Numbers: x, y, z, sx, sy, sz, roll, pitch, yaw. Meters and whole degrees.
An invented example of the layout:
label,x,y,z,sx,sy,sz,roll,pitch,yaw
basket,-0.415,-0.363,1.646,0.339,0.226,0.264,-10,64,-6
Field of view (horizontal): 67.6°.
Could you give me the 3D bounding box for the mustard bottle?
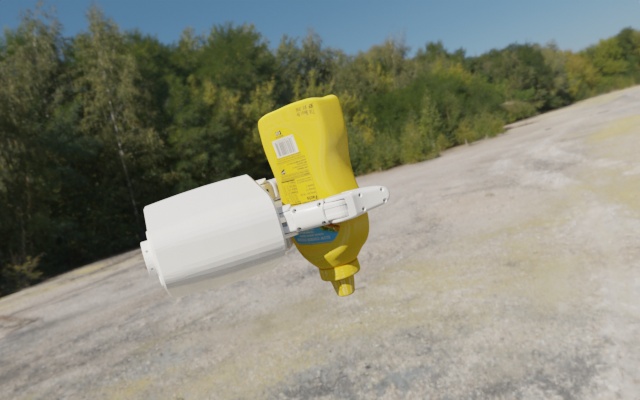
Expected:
label,x,y,z,sx,sy,sz,roll,pitch,yaw
mustard bottle,0.000,0.001,0.468,0.058,0.191,0.096,-20,7,-42
